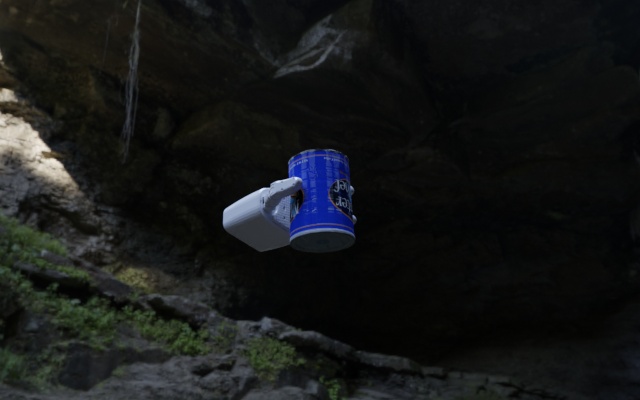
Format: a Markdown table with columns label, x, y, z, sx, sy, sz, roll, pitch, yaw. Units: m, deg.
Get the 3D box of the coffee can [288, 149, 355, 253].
| label | x | y | z | sx | sy | sz | roll | pitch | yaw |
| --- | --- | --- | --- | --- | --- | --- | --- | --- | --- |
| coffee can | 0.000 | 0.003 | 0.771 | 0.103 | 0.140 | 0.103 | -2 | -23 | -1 |
